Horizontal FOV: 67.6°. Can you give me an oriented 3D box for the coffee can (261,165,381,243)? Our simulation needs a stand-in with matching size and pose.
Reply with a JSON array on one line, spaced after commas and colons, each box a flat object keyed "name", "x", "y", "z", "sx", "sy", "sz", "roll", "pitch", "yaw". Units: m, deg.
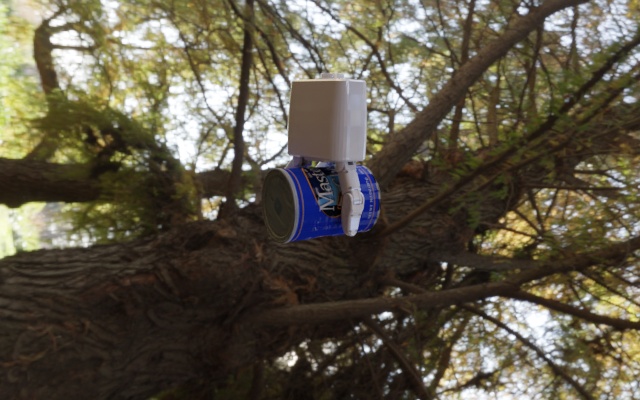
[{"name": "coffee can", "x": 0.000, "y": 0.002, "z": 0.683, "sx": 0.140, "sy": 0.103, "sz": 0.103, "roll": -5, "pitch": 3, "yaw": -31}]
